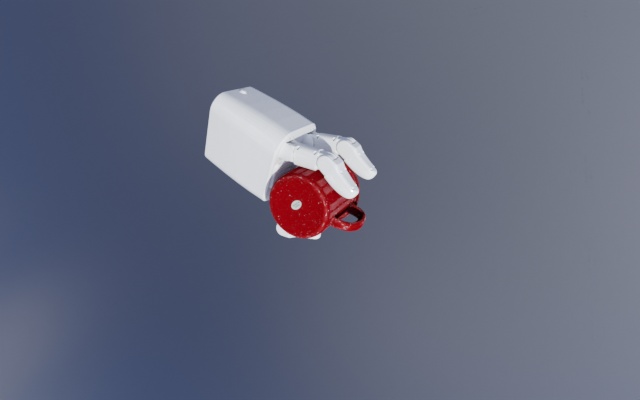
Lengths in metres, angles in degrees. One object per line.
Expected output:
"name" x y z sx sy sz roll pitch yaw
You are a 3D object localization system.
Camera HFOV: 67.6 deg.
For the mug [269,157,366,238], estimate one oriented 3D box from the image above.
"mug" 0.001 0.003 0.584 0.117 0.093 0.081 33 31 13
